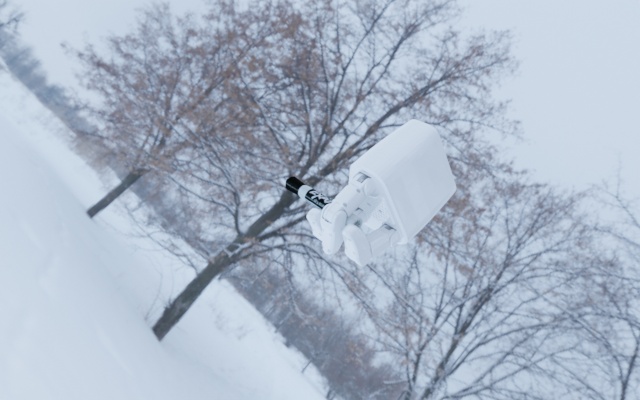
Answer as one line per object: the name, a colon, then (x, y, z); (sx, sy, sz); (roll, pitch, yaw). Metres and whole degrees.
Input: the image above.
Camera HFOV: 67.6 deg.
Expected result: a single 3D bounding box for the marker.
marker: (0.000, 0.002, 0.565); (0.121, 0.020, 0.020); (32, 21, 37)
